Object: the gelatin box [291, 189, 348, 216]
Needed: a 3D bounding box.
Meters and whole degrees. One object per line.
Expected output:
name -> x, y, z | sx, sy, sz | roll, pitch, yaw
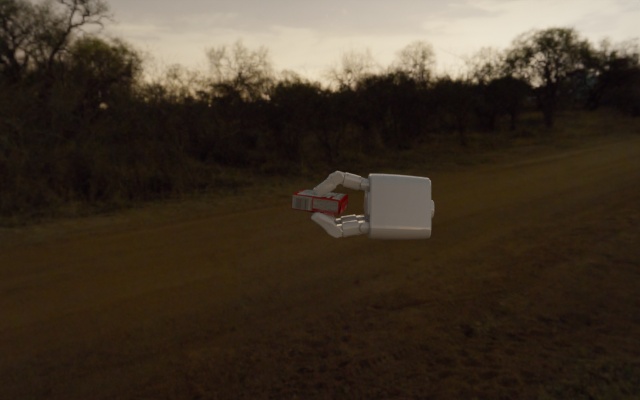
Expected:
gelatin box -> 0.000, 0.002, 0.854 | 0.089, 0.030, 0.073 | 8, 10, 12
